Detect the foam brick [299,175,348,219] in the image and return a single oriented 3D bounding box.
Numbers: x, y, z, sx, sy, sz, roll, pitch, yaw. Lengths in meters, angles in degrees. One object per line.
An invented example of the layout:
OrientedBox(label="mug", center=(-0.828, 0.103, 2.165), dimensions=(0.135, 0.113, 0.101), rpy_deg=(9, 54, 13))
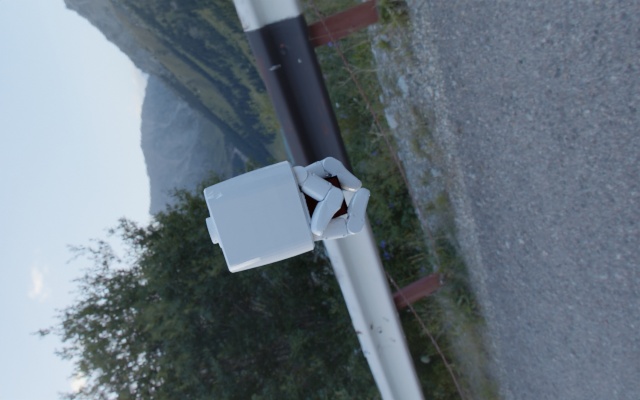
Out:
OrientedBox(label="foam brick", center=(0.000, 0.002, 0.630), dimensions=(0.051, 0.053, 0.078), rpy_deg=(-18, -3, -8))
